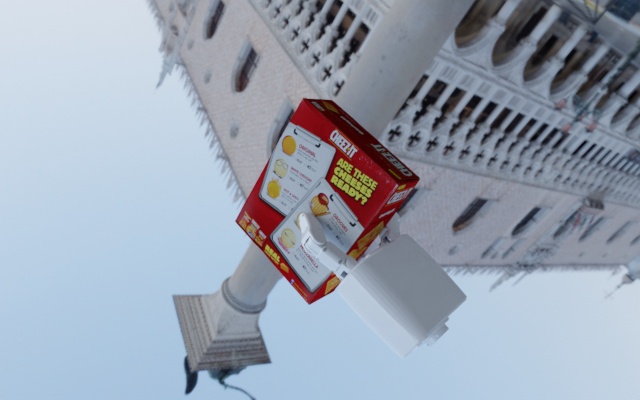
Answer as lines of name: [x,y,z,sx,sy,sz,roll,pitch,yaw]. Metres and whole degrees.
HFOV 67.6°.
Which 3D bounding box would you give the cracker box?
cracker box: [0.000,0.002,0.621,0.164,0.214,0.072,45,31,20]
